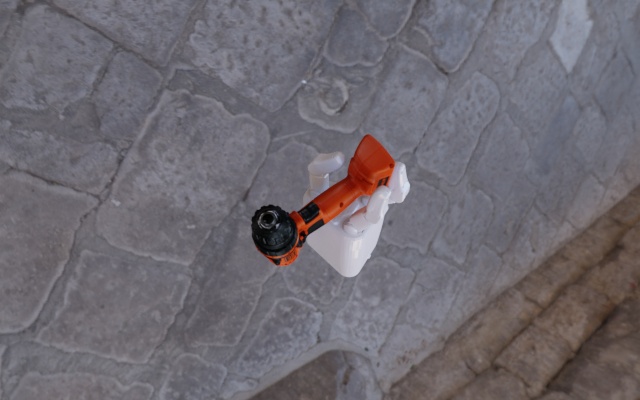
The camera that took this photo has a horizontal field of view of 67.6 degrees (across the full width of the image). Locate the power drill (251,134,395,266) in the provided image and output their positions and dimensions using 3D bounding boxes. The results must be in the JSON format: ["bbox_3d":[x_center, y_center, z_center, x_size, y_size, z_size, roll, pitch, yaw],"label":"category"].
[{"bbox_3d":[0.000,0.002,0.573,0.187,0.057,0.184,-37,-11,-10],"label":"power drill"}]
